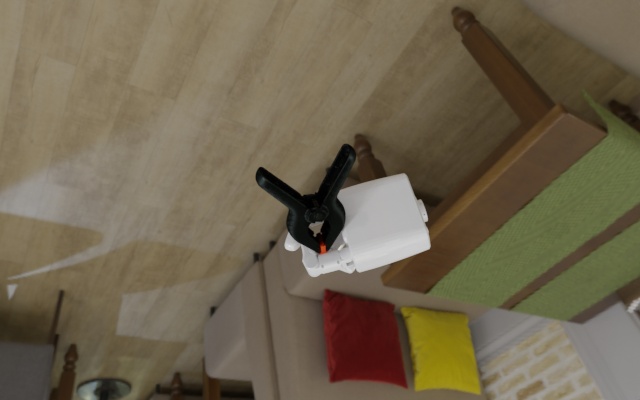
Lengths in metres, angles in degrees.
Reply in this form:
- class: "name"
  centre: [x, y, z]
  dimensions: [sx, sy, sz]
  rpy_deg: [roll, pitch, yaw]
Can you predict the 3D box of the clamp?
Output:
- class: "clamp"
  centre: [0.000, 0.003, 0.605]
  dimensions: [0.120, 0.039, 0.172]
  rpy_deg: [-18, -42, 4]
